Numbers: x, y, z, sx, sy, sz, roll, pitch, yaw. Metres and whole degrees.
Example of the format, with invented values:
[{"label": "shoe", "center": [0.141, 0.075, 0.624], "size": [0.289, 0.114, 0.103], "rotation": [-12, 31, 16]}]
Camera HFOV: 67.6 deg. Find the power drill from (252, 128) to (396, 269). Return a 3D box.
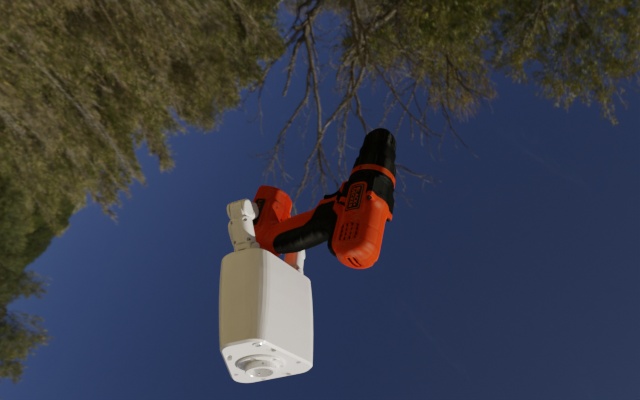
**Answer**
[{"label": "power drill", "center": [0.000, 0.002, 0.568], "size": [0.188, 0.184, 0.057], "rotation": [-14, -46, 35]}]
